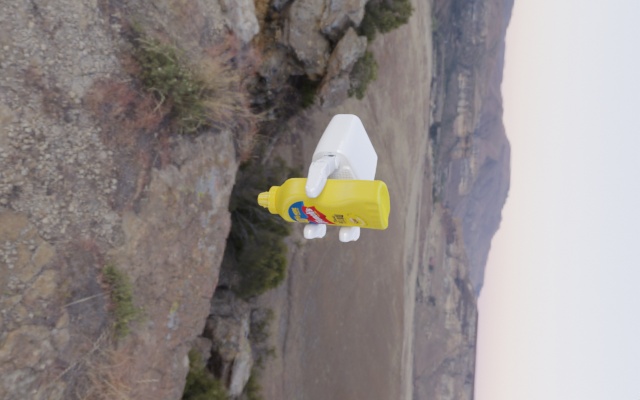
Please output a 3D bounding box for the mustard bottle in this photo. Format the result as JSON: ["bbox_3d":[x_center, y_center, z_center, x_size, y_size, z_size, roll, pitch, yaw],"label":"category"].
[{"bbox_3d":[0.000,0.003,0.693,0.191,0.058,0.096,3,-23,17],"label":"mustard bottle"}]
